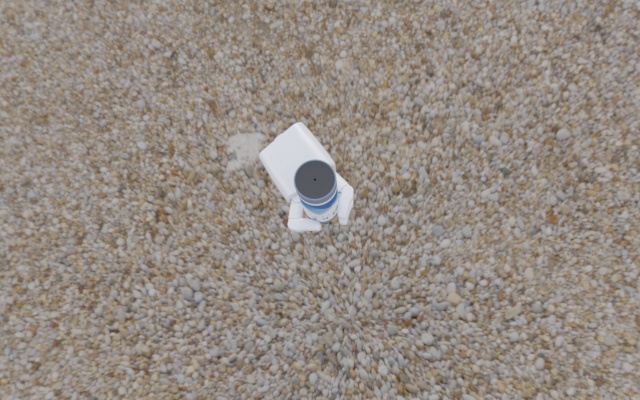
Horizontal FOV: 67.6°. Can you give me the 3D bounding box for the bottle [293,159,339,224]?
[{"bbox_3d":[0.000,0.003,0.873,0.069,0.069,0.296,0,-14,3],"label":"bottle"}]
